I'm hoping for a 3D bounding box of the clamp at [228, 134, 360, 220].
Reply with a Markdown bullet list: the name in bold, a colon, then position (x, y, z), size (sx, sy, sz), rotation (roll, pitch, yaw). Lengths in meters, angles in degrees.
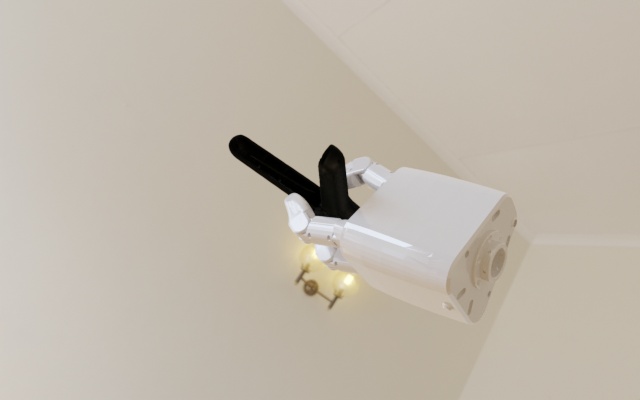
- **clamp**: position (0.001, 0.001, 0.515), size (0.164, 0.036, 0.210), rotation (19, -22, 42)
